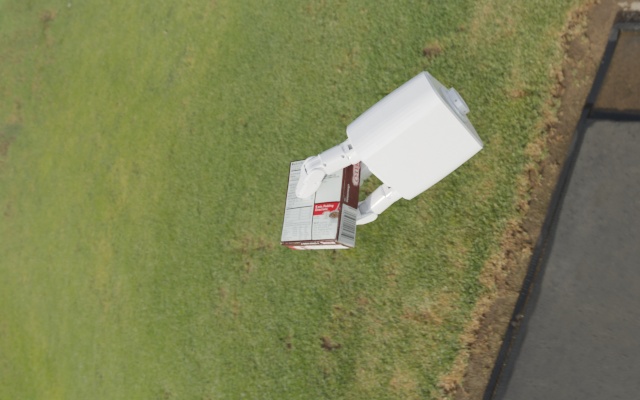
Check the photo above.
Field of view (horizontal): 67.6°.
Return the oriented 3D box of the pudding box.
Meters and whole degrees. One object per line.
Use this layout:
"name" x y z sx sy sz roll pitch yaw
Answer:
"pudding box" 0.000 0.002 0.585 0.090 0.113 0.039 -6 -21 38
